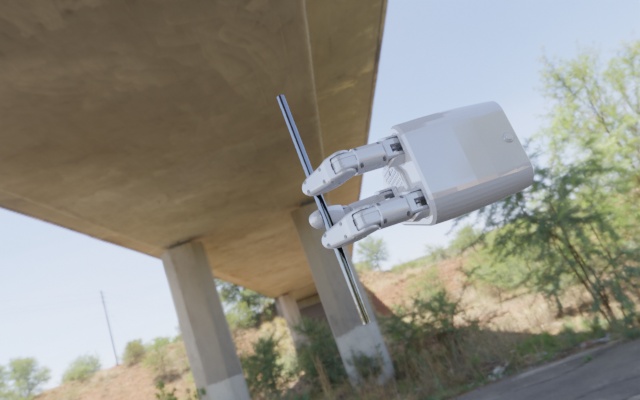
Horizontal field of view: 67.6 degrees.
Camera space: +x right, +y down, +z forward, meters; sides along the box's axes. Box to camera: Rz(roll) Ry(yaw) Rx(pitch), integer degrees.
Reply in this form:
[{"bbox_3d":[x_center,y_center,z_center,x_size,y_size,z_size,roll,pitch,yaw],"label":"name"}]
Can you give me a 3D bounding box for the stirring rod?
[{"bbox_3d":[0.000,0.002,0.457,0.011,0.239,0.011,-19,-16,-6],"label":"stirring rod"}]
